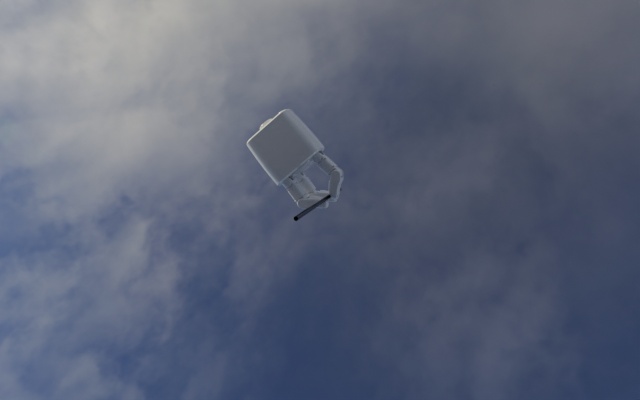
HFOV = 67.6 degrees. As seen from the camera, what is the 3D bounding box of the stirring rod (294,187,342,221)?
[{"bbox_3d":[0.000,0.003,0.885,0.011,0.011,0.239,0,13,20],"label":"stirring rod"}]
